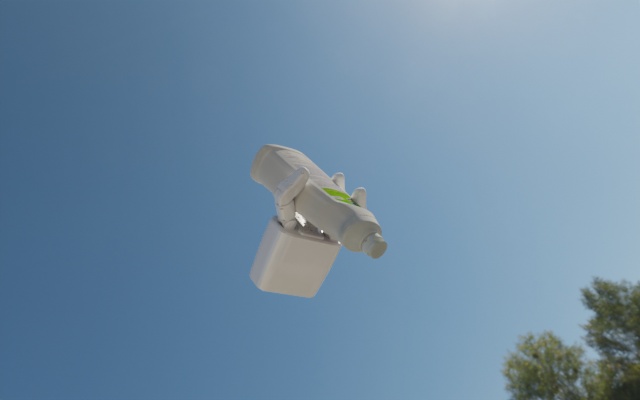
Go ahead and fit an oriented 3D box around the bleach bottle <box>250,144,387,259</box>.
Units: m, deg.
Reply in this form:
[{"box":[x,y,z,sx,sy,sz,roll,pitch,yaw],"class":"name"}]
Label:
[{"box":[0.000,0.002,0.699,0.102,0.068,0.250,7,25,-43],"class":"bleach bottle"}]
